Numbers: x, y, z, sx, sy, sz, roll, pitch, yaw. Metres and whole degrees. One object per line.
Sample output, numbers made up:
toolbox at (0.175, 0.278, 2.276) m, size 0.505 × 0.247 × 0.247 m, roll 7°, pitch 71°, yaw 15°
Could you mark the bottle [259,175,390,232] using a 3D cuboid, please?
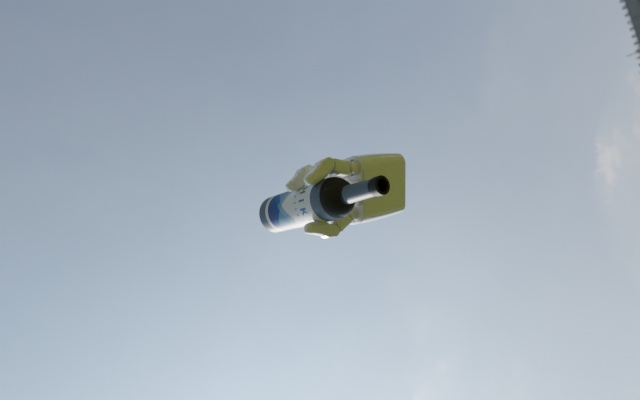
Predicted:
bottle at (0.000, 0.003, 0.763) m, size 0.069 × 0.069 × 0.296 m, roll 0°, pitch -9°, yaw -35°
